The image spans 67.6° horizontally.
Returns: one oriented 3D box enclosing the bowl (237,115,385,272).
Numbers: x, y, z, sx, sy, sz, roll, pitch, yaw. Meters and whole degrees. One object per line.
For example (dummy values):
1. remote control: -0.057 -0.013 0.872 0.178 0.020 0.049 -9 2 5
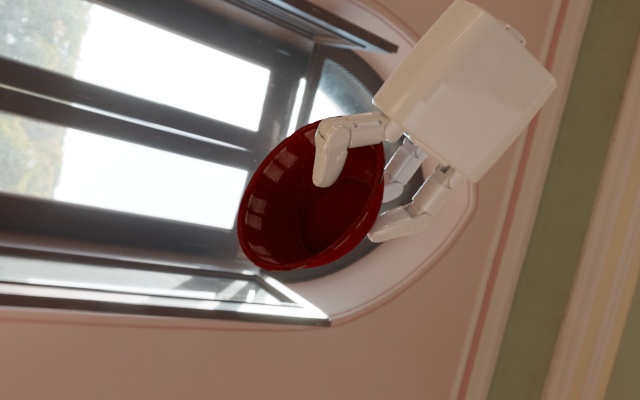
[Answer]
1. bowl: -0.001 0.002 0.444 0.162 0.162 0.055 0 -30 40
